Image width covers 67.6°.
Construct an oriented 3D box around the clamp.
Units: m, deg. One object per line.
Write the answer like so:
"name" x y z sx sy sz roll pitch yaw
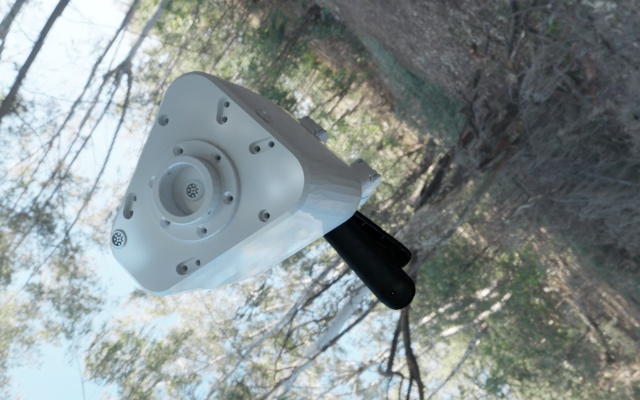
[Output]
"clamp" -0.001 0.002 0.402 0.210 0.036 0.164 42 7 13
